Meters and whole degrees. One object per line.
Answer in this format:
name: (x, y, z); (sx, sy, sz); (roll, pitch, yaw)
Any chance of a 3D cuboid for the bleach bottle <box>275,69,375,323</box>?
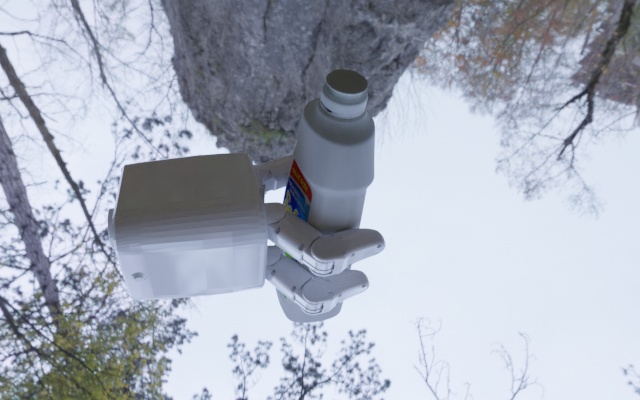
bleach bottle: (0.000, 0.001, 0.405); (0.068, 0.102, 0.251); (-5, -41, -14)
